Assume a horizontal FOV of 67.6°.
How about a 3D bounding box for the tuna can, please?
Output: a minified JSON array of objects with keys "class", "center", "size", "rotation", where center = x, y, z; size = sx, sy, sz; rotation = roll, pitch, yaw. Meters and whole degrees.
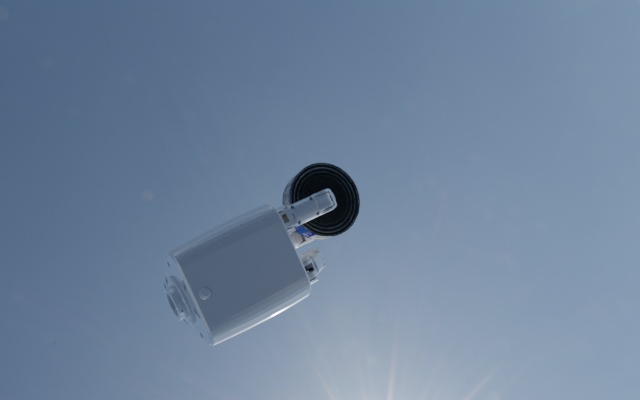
[{"class":"tuna can","center":[0.000,0.002,0.553],"size":[0.086,0.086,0.034],"rotation":[0,-12,-24]}]
